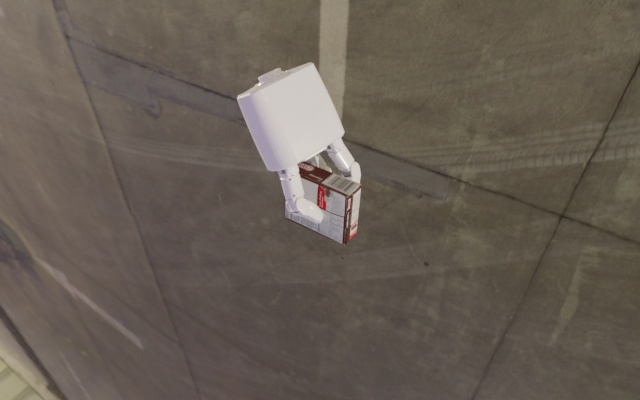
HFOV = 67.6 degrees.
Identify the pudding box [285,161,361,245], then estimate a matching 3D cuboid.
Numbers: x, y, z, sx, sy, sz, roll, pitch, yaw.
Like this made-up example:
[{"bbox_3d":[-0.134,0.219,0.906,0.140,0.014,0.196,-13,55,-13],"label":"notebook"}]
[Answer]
[{"bbox_3d":[0.000,0.002,0.688,0.113,0.090,0.039,25,42,28],"label":"pudding box"}]
